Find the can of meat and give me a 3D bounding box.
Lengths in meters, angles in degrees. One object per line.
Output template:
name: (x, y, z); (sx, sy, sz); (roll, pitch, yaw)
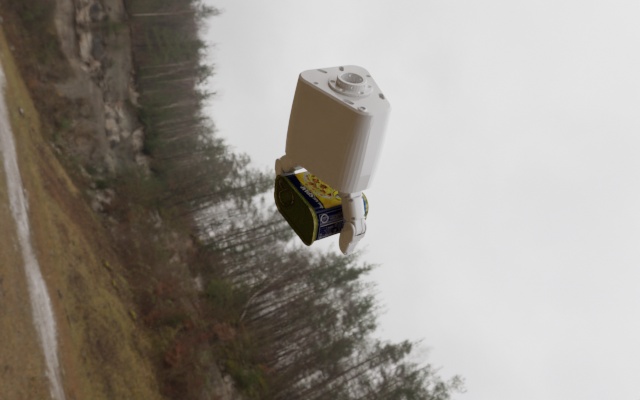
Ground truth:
can of meat: (0.000, 0.002, 0.616); (0.084, 0.057, 0.102); (-16, 44, -28)
